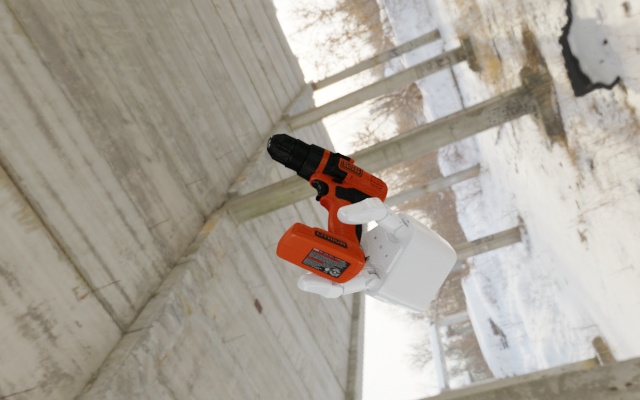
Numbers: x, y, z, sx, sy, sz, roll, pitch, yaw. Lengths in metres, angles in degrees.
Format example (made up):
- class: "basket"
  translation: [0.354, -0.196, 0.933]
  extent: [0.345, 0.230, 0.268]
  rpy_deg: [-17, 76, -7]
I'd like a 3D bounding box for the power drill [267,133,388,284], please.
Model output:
- class: "power drill"
  translation: [0.000, 0.002, 0.620]
  extent: [0.184, 0.187, 0.057]
  rpy_deg: [24, -47, -10]
